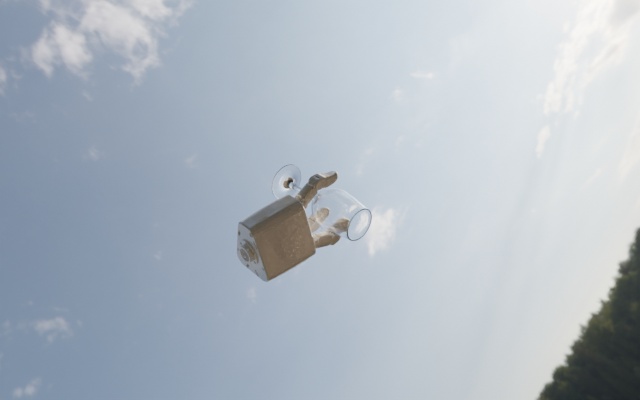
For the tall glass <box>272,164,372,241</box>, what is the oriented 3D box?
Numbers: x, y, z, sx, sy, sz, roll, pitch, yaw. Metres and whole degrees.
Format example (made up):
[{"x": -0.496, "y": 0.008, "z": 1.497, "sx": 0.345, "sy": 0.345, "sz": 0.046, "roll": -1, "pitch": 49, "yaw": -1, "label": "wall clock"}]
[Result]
[{"x": 0.000, "y": 0.002, "z": 0.878, "sx": 0.201, "sy": 0.079, "sz": 0.079, "roll": 30, "pitch": 20, "yaw": 38, "label": "tall glass"}]
